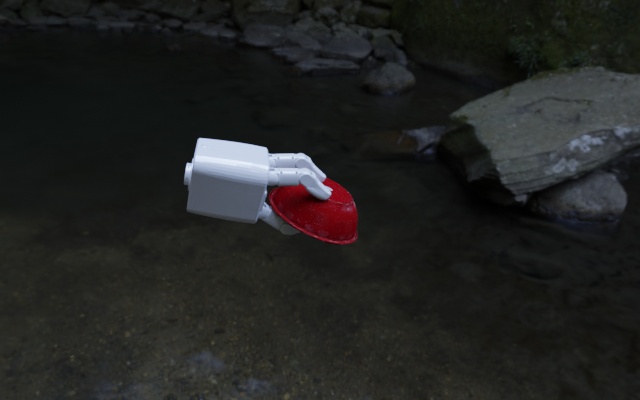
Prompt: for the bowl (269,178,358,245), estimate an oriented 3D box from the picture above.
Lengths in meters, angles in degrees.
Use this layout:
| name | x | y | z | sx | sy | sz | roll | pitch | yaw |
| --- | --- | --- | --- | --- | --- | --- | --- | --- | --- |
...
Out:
| name | x | y | z | sx | sy | sz | roll | pitch | yaw |
| --- | --- | --- | --- | --- | --- | --- | --- | --- | --- |
| bowl | 0.001 | 0.002 | 0.774 | 0.162 | 0.055 | 0.162 | 24 | 21 | -10 |
